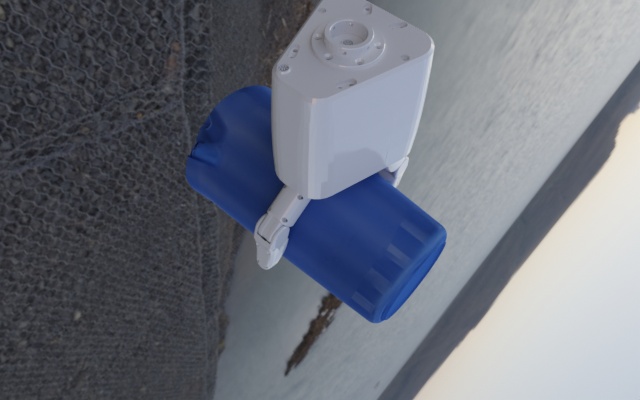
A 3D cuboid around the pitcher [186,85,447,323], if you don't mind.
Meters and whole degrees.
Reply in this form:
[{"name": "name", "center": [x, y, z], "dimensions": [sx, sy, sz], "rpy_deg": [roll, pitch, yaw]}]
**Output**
[{"name": "pitcher", "center": [0.000, 0.001, 0.475], "dimensions": [0.242, 0.149, 0.145], "rpy_deg": [38, -27, 20]}]
